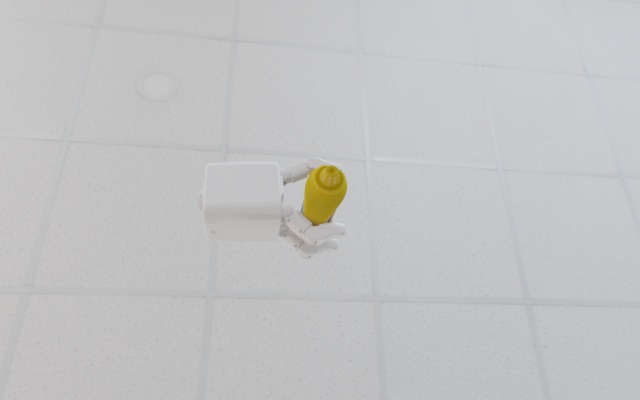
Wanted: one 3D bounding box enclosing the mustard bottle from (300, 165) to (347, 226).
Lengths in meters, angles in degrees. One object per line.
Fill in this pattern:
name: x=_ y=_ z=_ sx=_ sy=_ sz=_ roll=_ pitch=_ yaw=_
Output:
mustard bottle: x=0.000 y=0.002 z=0.703 sx=0.058 sy=0.096 sz=0.192 roll=22 pitch=-27 yaw=2
